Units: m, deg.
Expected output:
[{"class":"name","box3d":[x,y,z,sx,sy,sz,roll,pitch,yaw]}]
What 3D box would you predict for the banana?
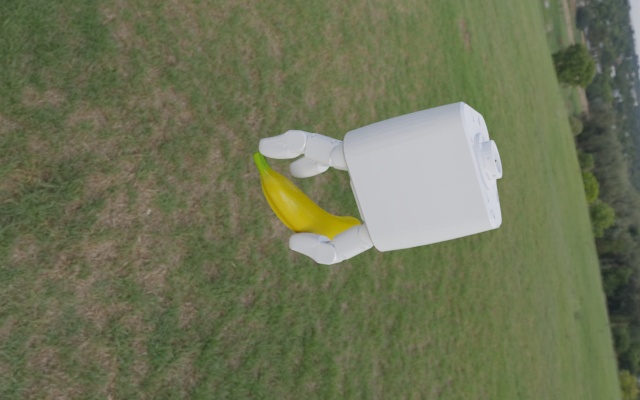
[{"class":"banana","box3d":[-0.002,0.017,0.527,0.037,0.069,0.198,-17,-33,29]}]
